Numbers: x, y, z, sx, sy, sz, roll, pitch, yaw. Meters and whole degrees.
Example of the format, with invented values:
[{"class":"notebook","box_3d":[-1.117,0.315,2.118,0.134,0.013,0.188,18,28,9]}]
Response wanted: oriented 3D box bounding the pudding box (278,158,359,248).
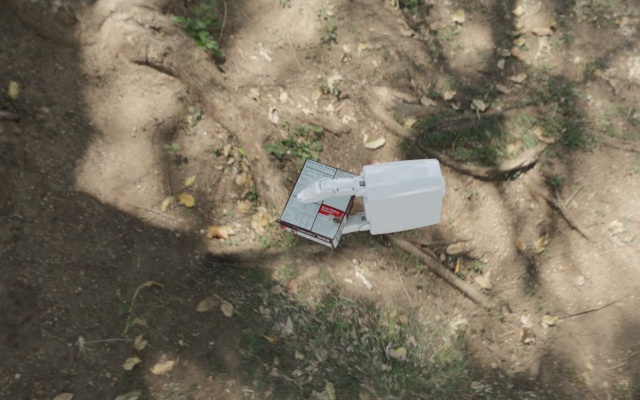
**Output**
[{"class":"pudding box","box_3d":[0.000,0.002,0.712,0.090,0.113,0.039,19,-20,12]}]
